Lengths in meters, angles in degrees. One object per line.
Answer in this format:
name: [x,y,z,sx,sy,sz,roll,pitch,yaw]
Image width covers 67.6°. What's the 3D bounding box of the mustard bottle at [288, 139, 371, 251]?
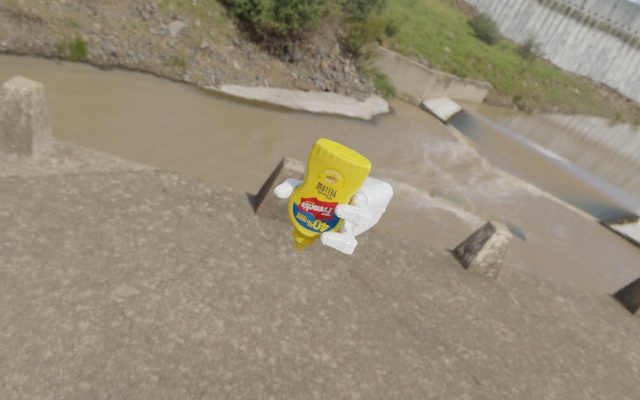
mustard bottle: [0.000,0.002,0.777,0.096,0.192,0.058,25,25,-1]
